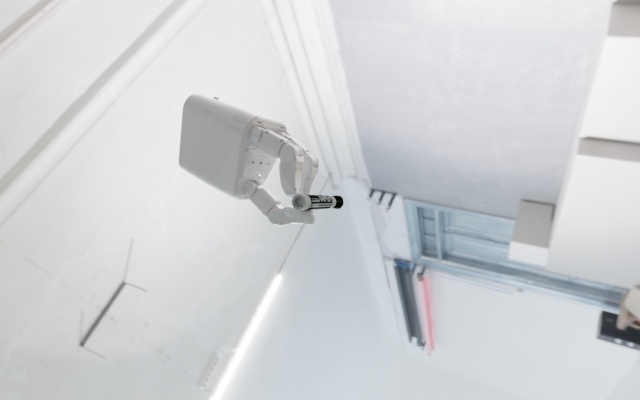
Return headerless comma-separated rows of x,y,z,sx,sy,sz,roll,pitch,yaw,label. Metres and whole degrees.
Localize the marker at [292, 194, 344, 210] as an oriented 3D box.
0.000,0.002,0.607,0.020,0.020,0.121,0,0,25,marker
